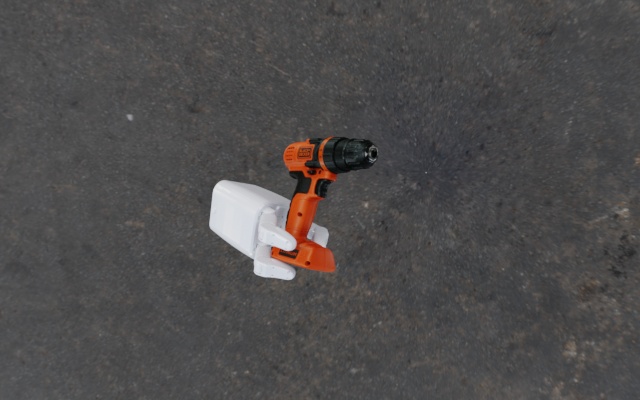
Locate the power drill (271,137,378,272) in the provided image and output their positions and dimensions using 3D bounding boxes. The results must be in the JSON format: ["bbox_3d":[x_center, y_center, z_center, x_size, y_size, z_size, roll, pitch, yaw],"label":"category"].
[{"bbox_3d":[0.000,0.003,0.676,0.057,0.187,0.184,16,-7,-36],"label":"power drill"}]
